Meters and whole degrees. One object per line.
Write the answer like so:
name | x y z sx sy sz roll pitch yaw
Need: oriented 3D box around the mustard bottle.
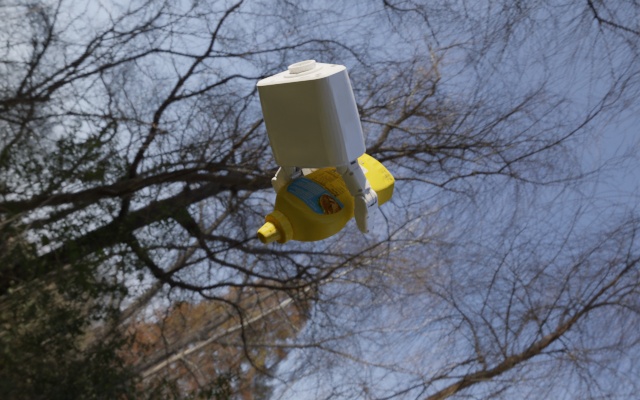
mustard bottle | 0.000 0.002 0.614 0.191 0.058 0.096 -31 52 -32
